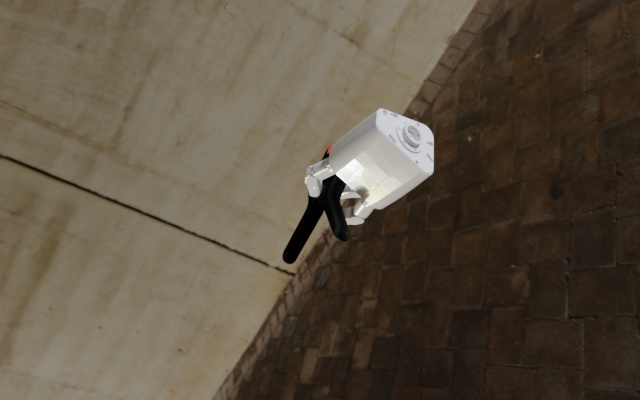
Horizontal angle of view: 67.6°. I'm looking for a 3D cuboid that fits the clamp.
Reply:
[{"bbox_3d":[0.000,0.002,0.787,0.036,0.209,0.165,29,-40,-25],"label":"clamp"}]
